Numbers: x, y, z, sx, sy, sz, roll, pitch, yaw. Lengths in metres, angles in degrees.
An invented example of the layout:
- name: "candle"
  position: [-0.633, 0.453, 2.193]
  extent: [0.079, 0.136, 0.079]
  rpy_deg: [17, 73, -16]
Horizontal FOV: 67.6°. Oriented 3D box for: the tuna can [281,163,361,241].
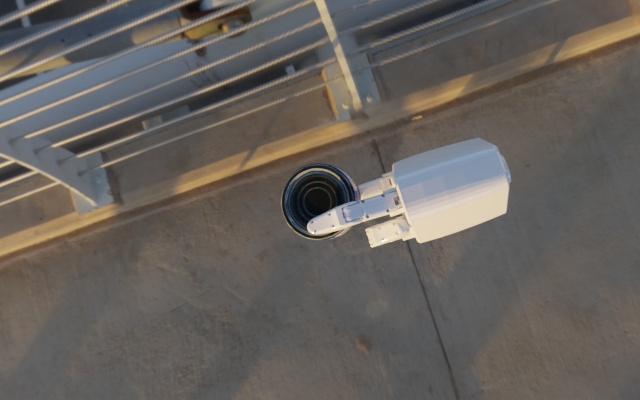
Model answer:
- name: "tuna can"
  position: [0.000, 0.002, 0.531]
  extent: [0.086, 0.086, 0.034]
  rpy_deg: [0, 0, 15]
